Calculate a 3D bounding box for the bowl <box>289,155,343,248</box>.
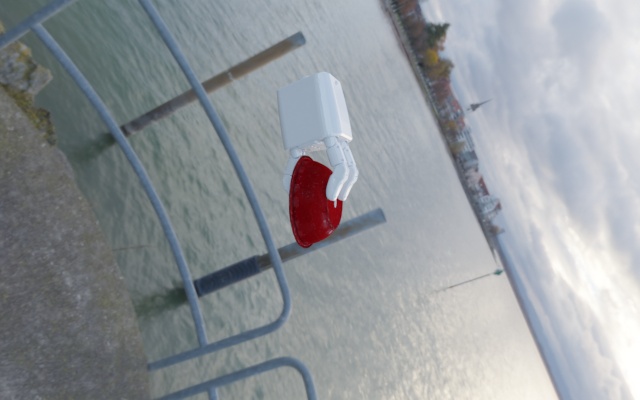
[{"bbox_3d":[0.001,0.004,0.819,0.055,0.162,0.162,1,0,18],"label":"bowl"}]
